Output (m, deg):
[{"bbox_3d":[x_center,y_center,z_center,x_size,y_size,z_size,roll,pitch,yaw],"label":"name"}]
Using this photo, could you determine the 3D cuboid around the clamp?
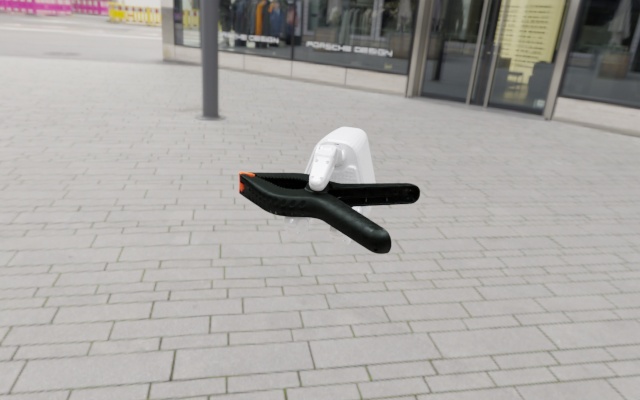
[{"bbox_3d":[0.000,0.001,0.527,0.210,0.036,0.164,9,21,12],"label":"clamp"}]
